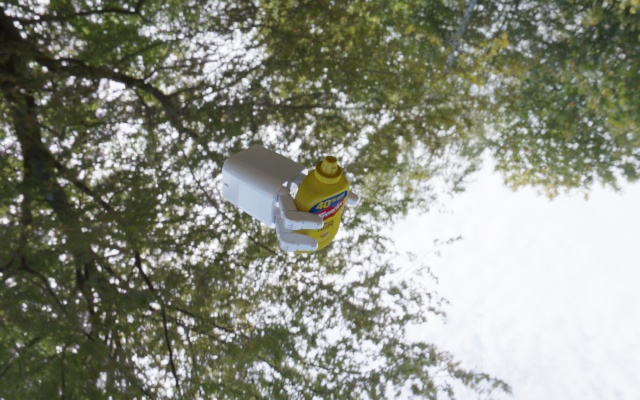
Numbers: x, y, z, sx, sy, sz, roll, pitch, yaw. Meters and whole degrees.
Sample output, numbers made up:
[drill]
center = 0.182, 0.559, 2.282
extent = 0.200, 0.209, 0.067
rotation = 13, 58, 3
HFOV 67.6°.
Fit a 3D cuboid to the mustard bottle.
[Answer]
[mustard bottle]
center = 0.000, 0.003, 0.769
extent = 0.096, 0.192, 0.058
rotation = -22, 56, -29
